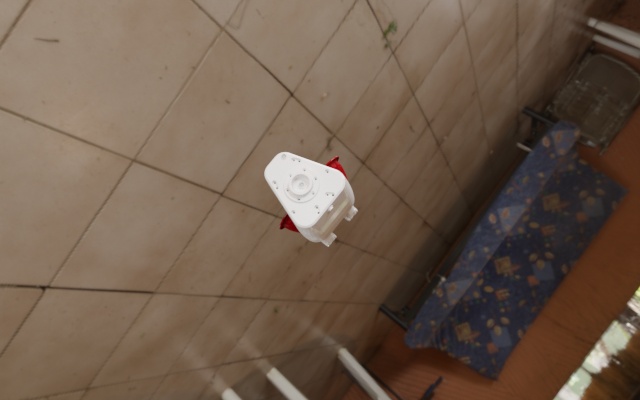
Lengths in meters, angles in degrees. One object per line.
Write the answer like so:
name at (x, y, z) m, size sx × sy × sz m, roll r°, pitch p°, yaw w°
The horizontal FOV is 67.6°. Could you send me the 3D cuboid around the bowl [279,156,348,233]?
bowl at (0.001, 0.003, 0.826) m, size 0.055 × 0.162 × 0.162 m, roll 39°, pitch 4°, yaw 5°
